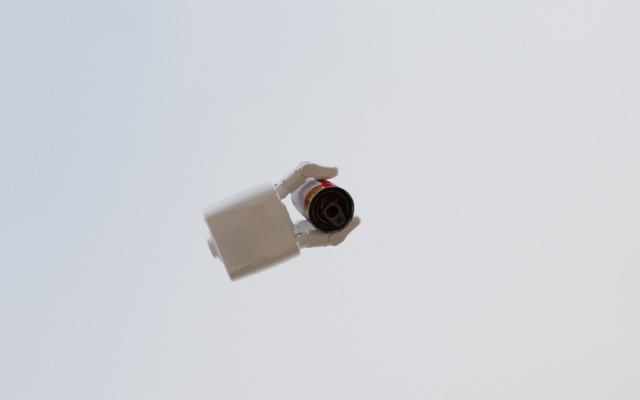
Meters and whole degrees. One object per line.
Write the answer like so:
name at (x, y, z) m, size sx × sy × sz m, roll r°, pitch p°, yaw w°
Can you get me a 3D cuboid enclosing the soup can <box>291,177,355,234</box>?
soup can at (0.000, 0.002, 0.700) m, size 0.068 × 0.068 × 0.102 m, roll 0°, pitch 13°, yaw -18°
